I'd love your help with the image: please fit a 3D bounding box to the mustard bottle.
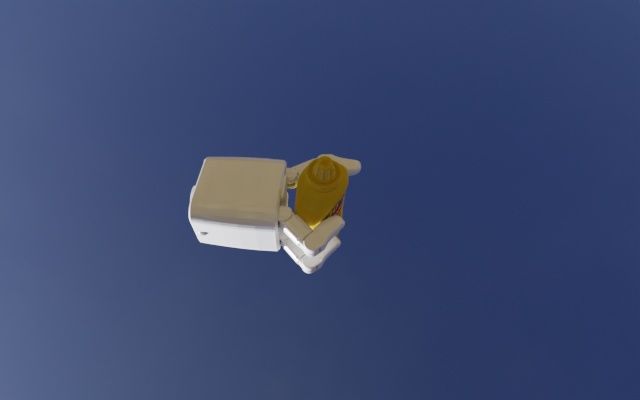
[{"bbox_3d":[0.000,0.002,0.614,0.058,0.096,0.192,26,-26,11],"label":"mustard bottle"}]
